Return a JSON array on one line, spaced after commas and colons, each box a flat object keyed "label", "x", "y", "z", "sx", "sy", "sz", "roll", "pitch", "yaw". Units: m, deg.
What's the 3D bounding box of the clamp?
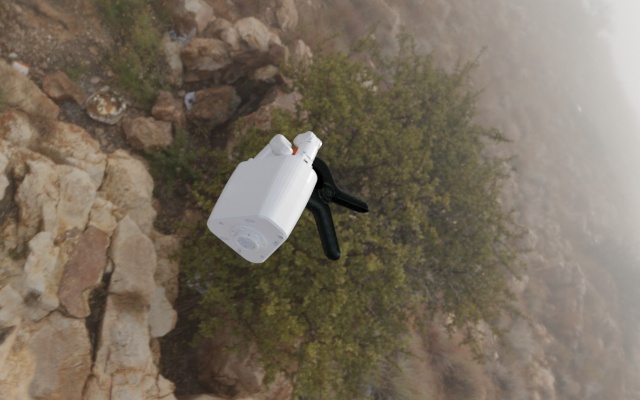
[{"label": "clamp", "x": 0.000, "y": 0.002, "z": 0.701, "sx": 0.039, "sy": 0.120, "sz": 0.171, "roll": -23, "pitch": -57, "yaw": 43}]
